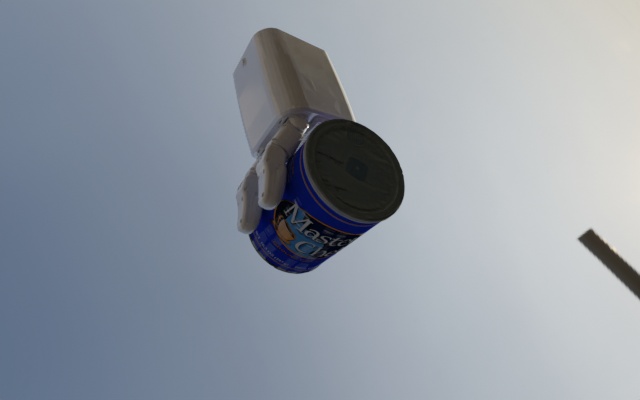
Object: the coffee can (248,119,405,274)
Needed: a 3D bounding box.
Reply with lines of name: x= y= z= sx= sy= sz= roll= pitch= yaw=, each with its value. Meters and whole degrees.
coffee can: x=0.000 y=0.002 z=0.471 sx=0.103 sy=0.102 sz=0.140 roll=0 pitch=-26 yaw=-32
